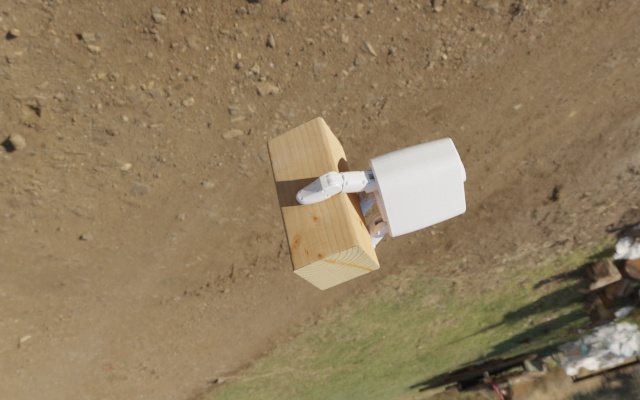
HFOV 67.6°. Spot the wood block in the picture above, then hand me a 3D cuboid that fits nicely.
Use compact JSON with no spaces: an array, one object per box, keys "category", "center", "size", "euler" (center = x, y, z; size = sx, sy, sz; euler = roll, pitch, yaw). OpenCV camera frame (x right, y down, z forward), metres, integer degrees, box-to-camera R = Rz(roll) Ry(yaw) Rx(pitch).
[{"category":"wood block","center":[0.000,0.002,0.654],"size":[0.090,0.206,0.091],"euler":[-23,-32,13]}]
